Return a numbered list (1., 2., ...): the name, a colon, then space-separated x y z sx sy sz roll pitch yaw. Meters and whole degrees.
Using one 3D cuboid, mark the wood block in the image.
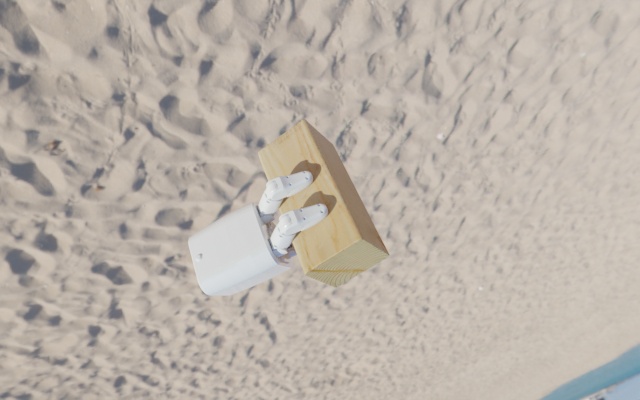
1. wood block: 0.000 0.003 0.659 0.090 0.206 0.091 -33 -32 15
